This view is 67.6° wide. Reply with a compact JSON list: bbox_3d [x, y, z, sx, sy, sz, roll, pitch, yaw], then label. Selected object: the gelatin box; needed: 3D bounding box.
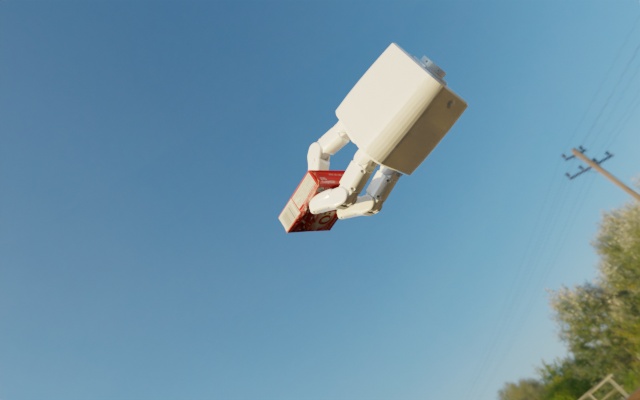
[{"bbox_3d":[0.000,0.002,0.600,0.073,0.030,0.089,0,-43,-41],"label":"gelatin box"}]
